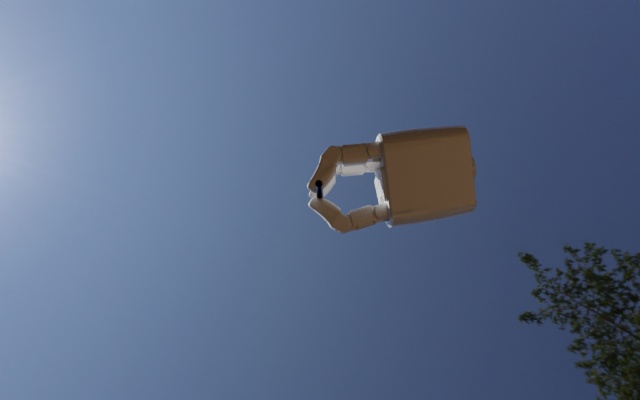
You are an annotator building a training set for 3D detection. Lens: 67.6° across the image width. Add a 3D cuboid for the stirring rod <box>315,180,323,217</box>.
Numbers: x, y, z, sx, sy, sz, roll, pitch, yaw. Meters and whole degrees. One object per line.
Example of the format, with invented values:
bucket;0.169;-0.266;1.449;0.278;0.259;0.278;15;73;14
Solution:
stirring rod;0.000;0.002;0.629;0.011;0.011;0.239;0;-10;1
